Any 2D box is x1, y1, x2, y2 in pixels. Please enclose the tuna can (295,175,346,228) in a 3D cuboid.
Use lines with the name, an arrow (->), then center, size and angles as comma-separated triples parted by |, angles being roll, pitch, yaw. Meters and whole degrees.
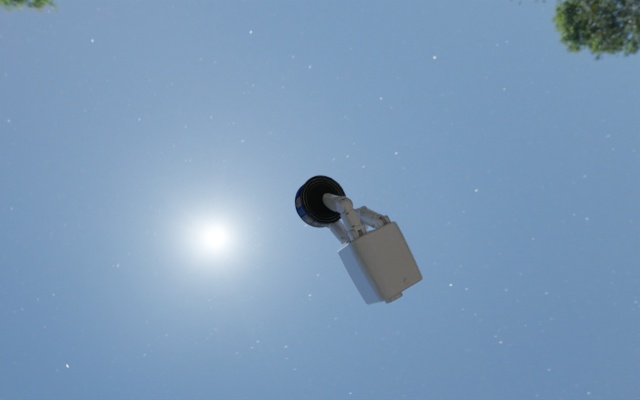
tuna can -> 0.000, 0.003, 0.812 | 0.086, 0.086, 0.034 | 0, -18, -27
